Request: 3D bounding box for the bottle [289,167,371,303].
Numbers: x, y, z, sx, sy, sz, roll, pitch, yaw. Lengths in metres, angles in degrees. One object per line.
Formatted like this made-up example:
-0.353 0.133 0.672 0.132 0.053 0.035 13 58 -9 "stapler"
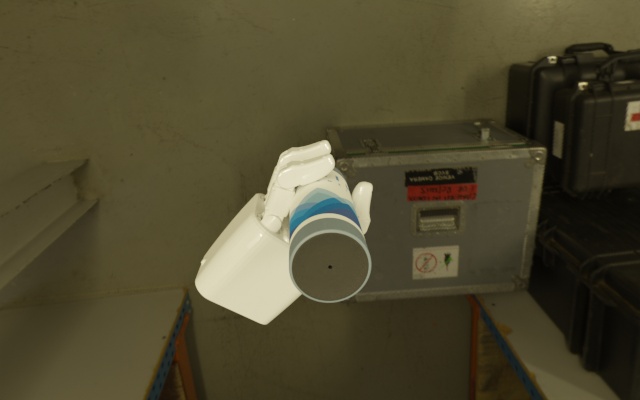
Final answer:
0.000 0.002 0.518 0.069 0.069 0.295 0 21 -3 "bottle"
